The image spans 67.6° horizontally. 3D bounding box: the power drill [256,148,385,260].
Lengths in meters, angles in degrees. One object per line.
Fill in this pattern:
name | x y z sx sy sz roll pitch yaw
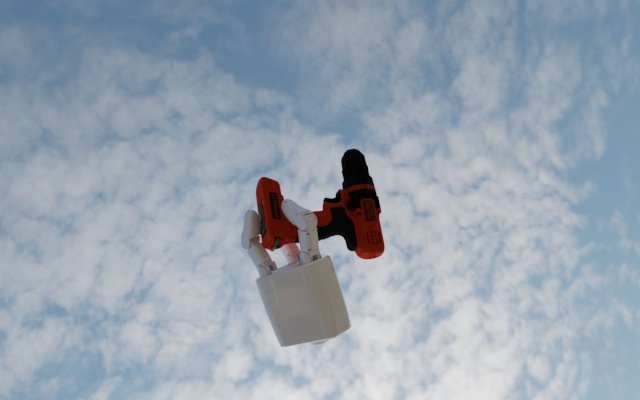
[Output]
power drill | 0.000 0.003 0.724 0.187 0.184 0.057 -2 -25 -18
